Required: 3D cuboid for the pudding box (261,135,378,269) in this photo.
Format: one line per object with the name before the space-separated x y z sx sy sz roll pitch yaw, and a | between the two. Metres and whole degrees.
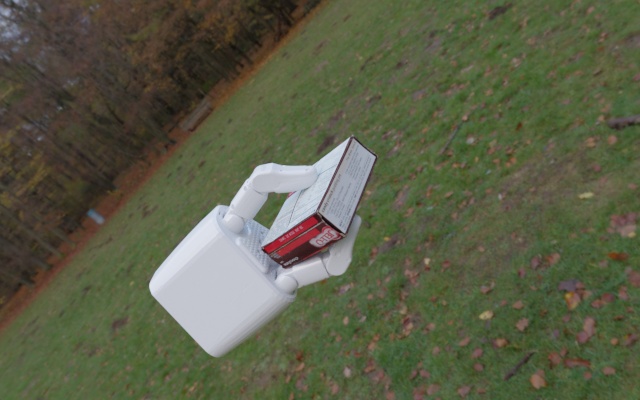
pudding box | 0.000 0.001 0.449 0.039 0.113 0.090 40 -44 -18
